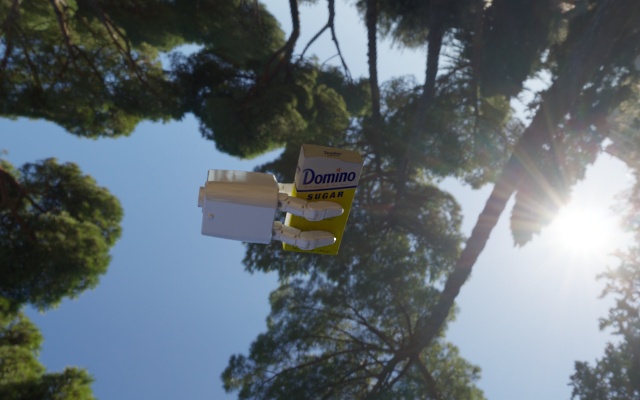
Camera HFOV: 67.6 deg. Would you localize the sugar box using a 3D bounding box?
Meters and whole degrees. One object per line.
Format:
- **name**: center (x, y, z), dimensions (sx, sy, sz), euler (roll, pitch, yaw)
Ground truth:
- **sugar box**: center (0.000, 0.003, 0.752), dimensions (0.093, 0.176, 0.048), euler (6, 33, -13)
